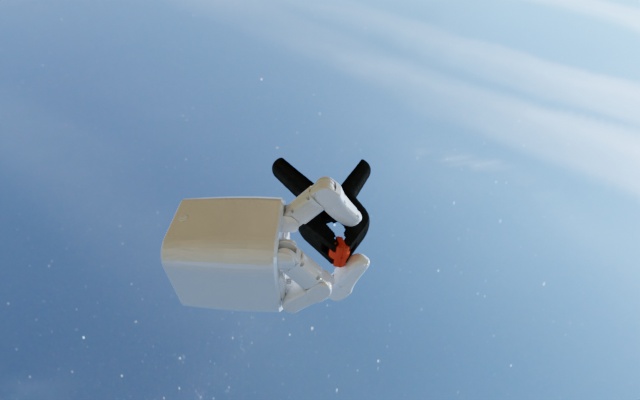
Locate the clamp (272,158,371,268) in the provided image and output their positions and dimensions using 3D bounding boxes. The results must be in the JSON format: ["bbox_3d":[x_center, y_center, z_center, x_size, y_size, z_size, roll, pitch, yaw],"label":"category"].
[{"bbox_3d":[0.000,0.002,0.532,0.120,0.039,0.171,1,36,1],"label":"clamp"}]
